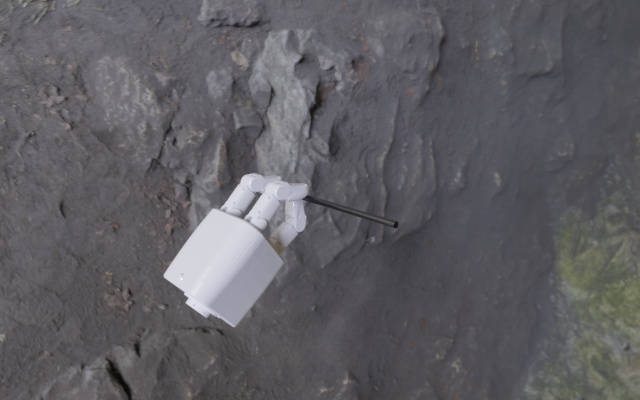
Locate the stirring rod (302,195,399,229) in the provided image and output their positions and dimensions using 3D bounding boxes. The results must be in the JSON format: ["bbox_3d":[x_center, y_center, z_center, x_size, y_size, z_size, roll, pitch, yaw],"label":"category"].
[{"bbox_3d":[0.000,0.002,0.601,0.011,0.011,0.239,0,12,-44],"label":"stirring rod"}]
